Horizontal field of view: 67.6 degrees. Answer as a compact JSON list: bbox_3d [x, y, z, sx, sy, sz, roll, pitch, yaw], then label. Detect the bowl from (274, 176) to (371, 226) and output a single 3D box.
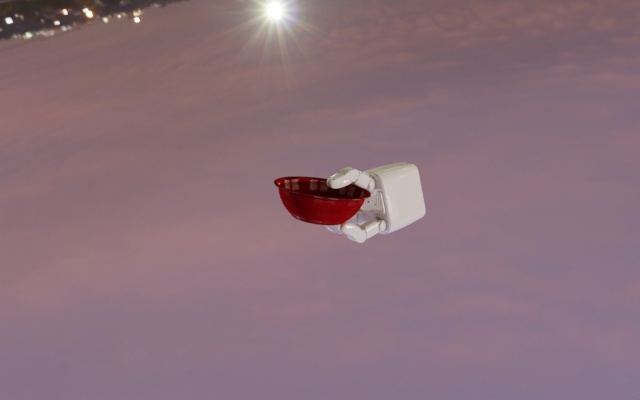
[{"bbox_3d":[-0.001,0.003,0.794,0.162,0.055,0.162,8,12,-2],"label":"bowl"}]
